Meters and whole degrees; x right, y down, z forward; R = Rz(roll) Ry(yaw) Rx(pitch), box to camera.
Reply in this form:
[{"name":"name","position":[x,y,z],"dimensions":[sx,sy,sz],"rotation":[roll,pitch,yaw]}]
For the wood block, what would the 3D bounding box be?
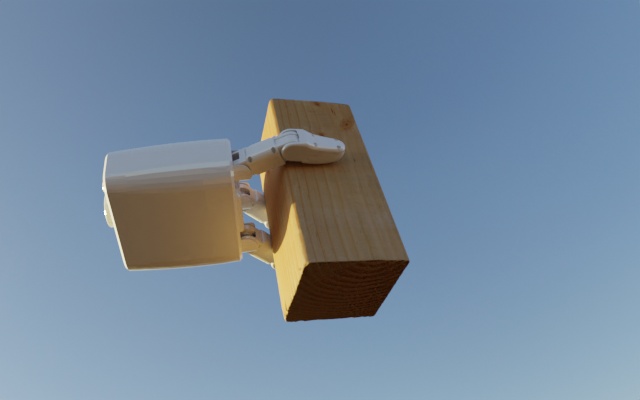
[{"name":"wood block","position":[0.000,0.001,0.463],"dimensions":[0.090,0.206,0.091],"rotation":[1,-43,-18]}]
